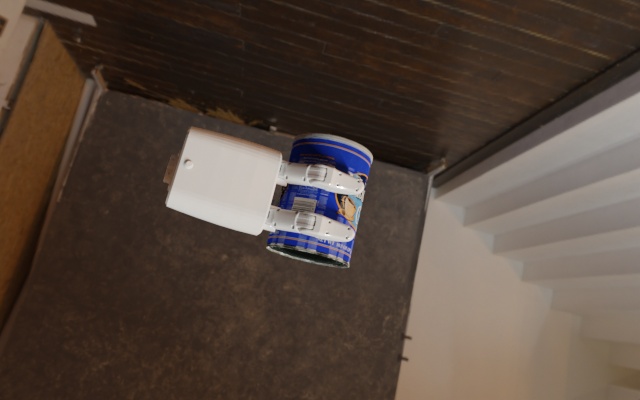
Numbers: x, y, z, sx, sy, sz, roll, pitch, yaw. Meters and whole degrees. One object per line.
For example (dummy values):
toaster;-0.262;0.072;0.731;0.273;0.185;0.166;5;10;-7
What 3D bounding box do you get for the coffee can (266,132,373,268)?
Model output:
coffee can;0.000;0.002;0.585;0.103;0.140;0.103;13;-13;3
